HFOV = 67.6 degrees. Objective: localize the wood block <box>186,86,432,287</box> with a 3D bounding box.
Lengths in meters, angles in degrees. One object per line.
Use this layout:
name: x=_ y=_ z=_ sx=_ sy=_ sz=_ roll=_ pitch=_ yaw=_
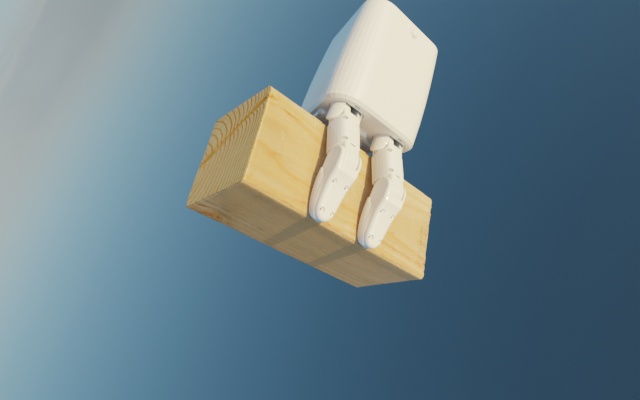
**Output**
wood block: x=0.000 y=0.001 z=0.437 sx=0.206 sy=0.090 sz=0.091 roll=30 pitch=-31 yaw=-32
